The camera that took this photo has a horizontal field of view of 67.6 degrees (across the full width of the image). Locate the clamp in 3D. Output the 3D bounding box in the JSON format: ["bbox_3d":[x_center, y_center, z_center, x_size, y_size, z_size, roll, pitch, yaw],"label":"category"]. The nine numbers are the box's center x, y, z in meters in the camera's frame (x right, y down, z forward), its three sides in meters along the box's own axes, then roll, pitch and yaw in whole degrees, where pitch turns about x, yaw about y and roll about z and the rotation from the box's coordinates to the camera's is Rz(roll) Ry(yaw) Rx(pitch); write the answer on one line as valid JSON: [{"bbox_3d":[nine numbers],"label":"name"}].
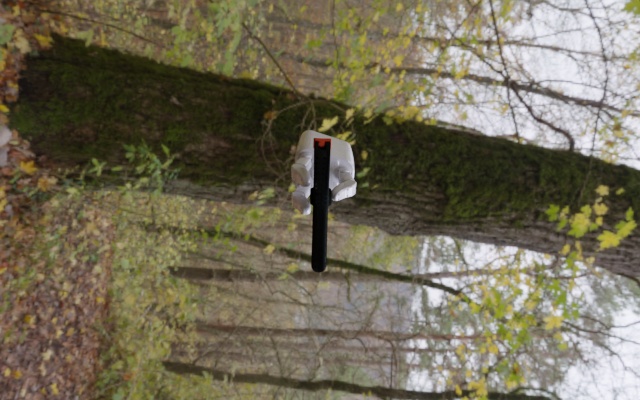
[{"bbox_3d":[0.001,0.002,0.794,0.036,0.210,0.164,1,29,-2],"label":"clamp"}]
